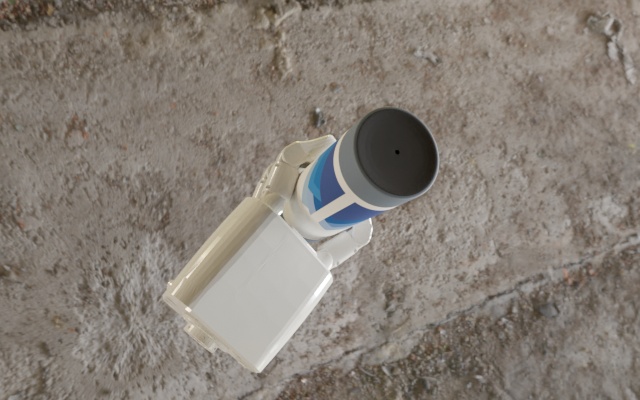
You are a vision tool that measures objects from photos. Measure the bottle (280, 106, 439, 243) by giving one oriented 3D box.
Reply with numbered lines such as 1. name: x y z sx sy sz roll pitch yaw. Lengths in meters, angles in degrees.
1. bottle: 0.000 0.001 0.454 0.069 0.069 0.296 0 -13 -21
